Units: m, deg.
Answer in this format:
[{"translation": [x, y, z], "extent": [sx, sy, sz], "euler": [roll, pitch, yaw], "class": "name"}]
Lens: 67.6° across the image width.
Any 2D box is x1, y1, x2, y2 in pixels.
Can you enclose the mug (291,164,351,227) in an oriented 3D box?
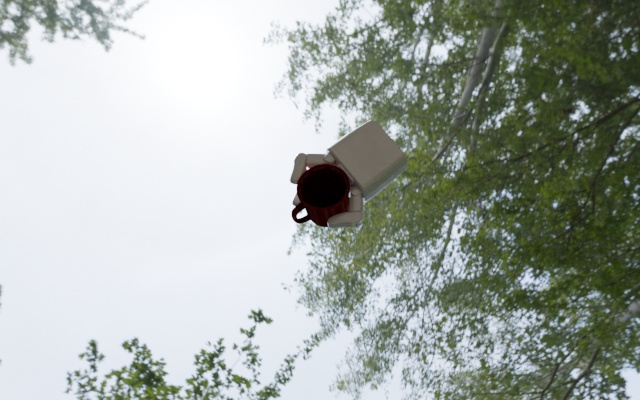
[{"translation": [-0.001, 0.004, 0.846], "extent": [0.117, 0.093, 0.081], "euler": [-36, -28, -12], "class": "mug"}]
